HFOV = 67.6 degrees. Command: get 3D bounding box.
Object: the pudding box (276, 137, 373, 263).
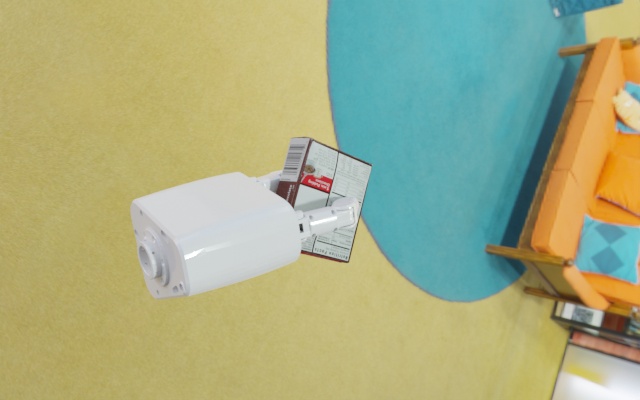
[{"bbox_3d":[0.000,0.002,0.492,0.090,0.113,0.039,19,-6,-38],"label":"pudding box"}]
